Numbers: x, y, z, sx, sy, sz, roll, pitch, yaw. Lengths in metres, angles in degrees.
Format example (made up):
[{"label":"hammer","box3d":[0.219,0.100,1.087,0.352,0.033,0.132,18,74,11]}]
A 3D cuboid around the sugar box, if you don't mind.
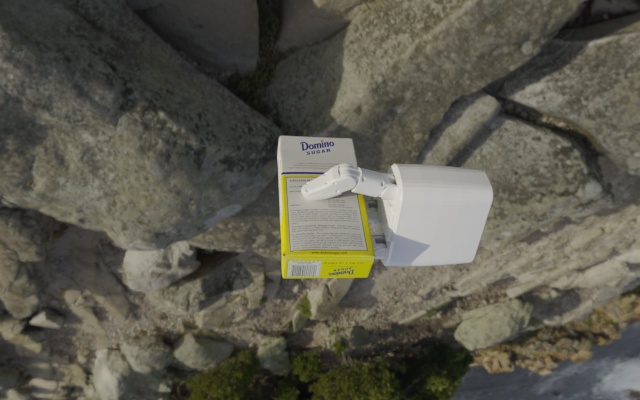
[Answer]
[{"label":"sugar box","box3d":[0.000,0.002,0.536,0.093,0.176,0.048,2,-43,-8]}]
